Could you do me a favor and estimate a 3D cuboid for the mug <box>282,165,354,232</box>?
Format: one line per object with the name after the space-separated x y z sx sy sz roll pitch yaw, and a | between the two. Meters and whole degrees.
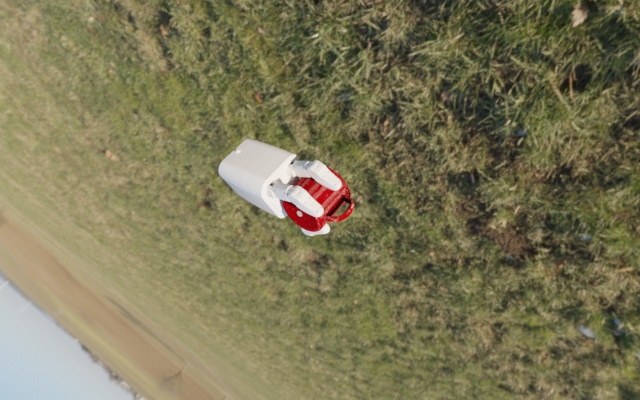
0.001 0.003 0.792 0.117 0.081 0.093 24 -33 29 | mug
